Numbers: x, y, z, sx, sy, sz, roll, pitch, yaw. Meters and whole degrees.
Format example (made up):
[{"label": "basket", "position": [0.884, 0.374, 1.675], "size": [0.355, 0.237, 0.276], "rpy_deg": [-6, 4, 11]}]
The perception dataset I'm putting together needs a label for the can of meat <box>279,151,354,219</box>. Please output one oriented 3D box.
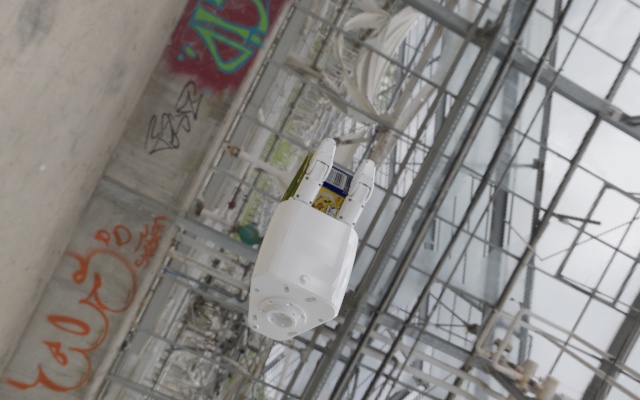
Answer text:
[{"label": "can of meat", "position": [0.000, 0.002, 0.592], "size": [0.084, 0.102, 0.057], "rpy_deg": [27, 39, -8]}]
